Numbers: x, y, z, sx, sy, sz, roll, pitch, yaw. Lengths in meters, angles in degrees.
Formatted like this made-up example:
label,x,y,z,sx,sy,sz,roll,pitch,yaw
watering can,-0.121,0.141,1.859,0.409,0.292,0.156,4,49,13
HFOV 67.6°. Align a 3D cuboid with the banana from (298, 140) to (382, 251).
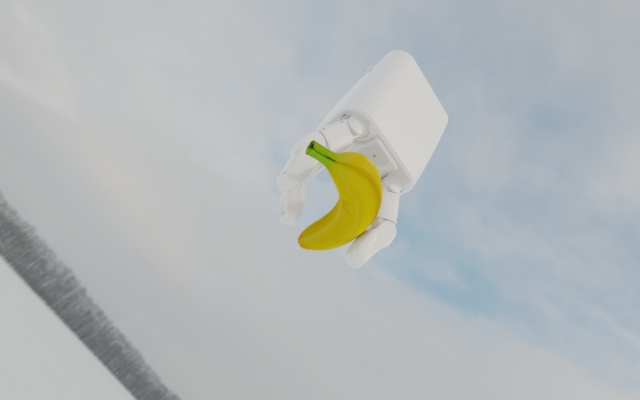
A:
label,x,y,z,sx,sy,sz,roll,pitch,yaw
banana,0.018,0.006,0.442,0.069,0.037,0.198,21,-28,6
